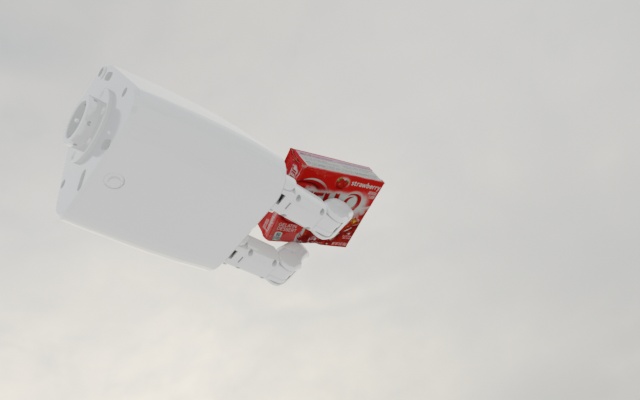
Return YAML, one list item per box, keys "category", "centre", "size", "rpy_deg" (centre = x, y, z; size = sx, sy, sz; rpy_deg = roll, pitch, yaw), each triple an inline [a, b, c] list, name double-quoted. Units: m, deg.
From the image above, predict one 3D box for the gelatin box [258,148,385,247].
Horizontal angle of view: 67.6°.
- category: "gelatin box"
  centre: [0.000, 0.001, 0.403]
  size: [0.089, 0.073, 0.030]
  rpy_deg: [9, 30, -38]
